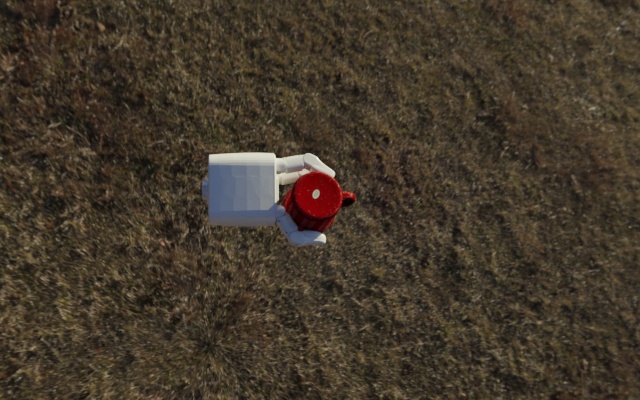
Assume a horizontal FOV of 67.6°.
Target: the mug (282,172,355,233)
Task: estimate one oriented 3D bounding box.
[{"bbox_3d":[0.002,0.002,0.776,0.117,0.093,0.081,-2,-16,-12],"label":"mug"}]
